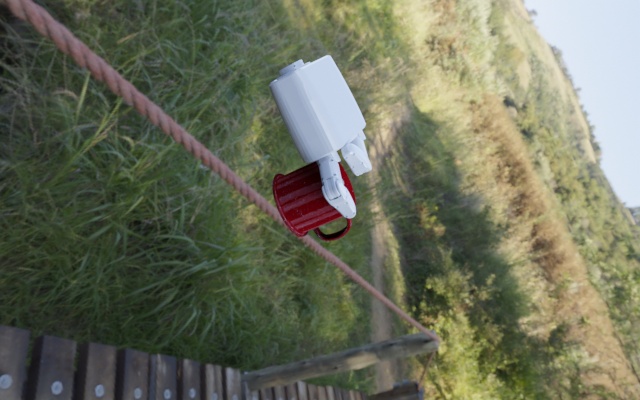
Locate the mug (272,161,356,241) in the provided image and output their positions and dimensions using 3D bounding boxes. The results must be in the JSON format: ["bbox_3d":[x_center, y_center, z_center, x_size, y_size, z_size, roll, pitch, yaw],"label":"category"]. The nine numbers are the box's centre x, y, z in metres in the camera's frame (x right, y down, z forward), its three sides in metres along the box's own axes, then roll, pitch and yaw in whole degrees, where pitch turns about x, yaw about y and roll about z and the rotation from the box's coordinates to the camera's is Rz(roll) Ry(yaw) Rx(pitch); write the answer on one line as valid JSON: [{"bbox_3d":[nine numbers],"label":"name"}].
[{"bbox_3d":[0.001,0.003,0.640,0.081,0.117,0.093,-23,16,19],"label":"mug"}]
